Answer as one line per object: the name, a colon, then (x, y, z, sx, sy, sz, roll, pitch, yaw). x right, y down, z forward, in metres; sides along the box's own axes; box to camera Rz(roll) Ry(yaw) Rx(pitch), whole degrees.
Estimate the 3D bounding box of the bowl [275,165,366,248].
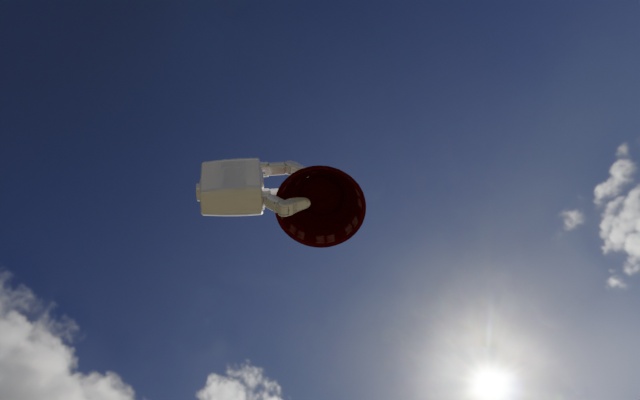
bowl: (0.001, 0.003, 0.860, 0.162, 0.162, 0.055, 0, 26, 2)
